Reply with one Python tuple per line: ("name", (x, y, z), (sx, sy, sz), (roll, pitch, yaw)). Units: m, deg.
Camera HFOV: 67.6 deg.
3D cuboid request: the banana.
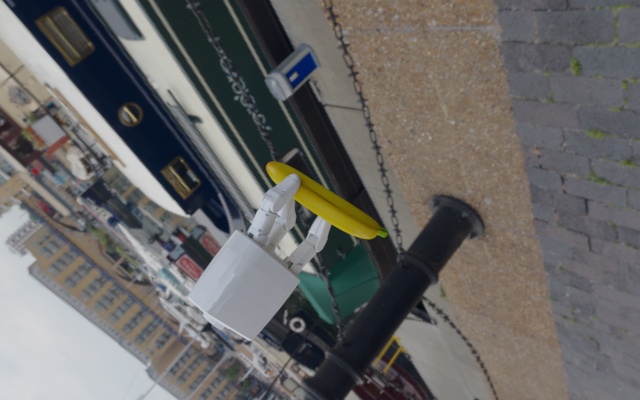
("banana", (0.002, 0.002, 0.648), (0.198, 0.037, 0.069), (33, -3, 7))
